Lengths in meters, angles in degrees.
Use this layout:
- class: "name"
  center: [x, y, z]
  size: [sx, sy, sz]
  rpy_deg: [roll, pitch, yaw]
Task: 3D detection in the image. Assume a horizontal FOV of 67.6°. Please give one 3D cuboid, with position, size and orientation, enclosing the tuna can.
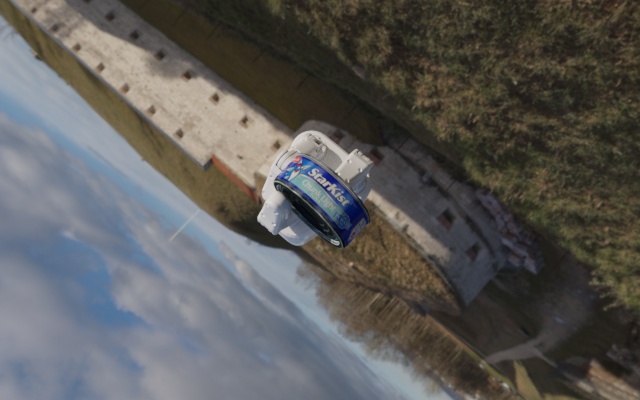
- class: "tuna can"
  center: [0.000, 0.002, 0.410]
  size: [0.086, 0.033, 0.086]
  rpy_deg: [42, -12, 11]
